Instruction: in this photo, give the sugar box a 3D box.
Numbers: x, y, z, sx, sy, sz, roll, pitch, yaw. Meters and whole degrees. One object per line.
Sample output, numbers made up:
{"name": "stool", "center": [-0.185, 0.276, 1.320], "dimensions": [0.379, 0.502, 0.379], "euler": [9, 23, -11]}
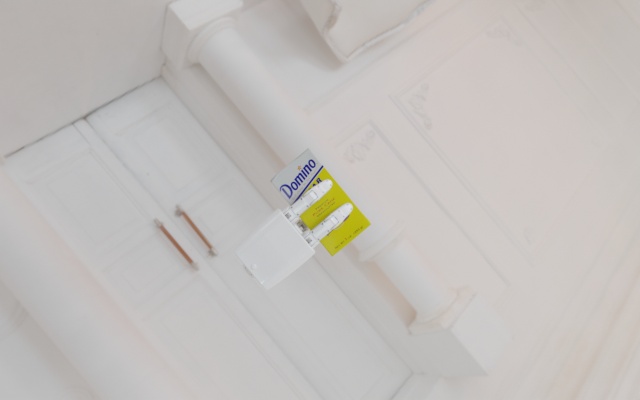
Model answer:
{"name": "sugar box", "center": [0.000, 0.003, 0.856], "dimensions": [0.093, 0.176, 0.048], "euler": [-40, 0, 1]}
